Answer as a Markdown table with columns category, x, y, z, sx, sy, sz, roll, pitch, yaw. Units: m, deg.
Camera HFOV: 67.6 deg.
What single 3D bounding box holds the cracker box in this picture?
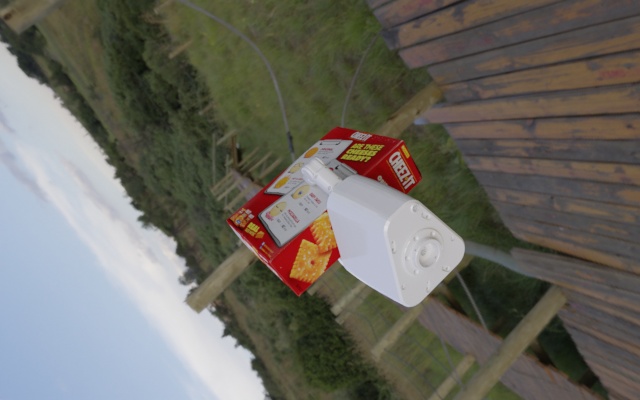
| category | x | y | z | sx | sy | sz | roll | pitch | yaw |
| --- | --- | --- | --- | --- | --- | --- | --- | --- | --- |
| cracker box | 0.000 | 0.002 | 0.623 | 0.213 | 0.072 | 0.164 | -41 | 29 | -13 |
